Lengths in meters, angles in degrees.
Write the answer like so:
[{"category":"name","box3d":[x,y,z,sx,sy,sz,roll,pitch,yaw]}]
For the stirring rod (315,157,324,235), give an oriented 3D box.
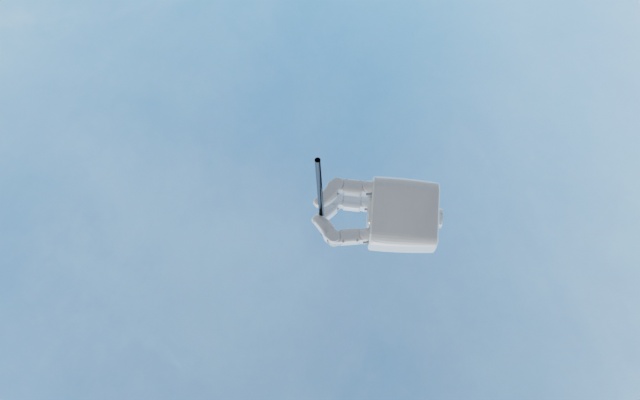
[{"category":"stirring rod","box3d":[0.000,0.002,0.730,0.011,0.011,0.240,0,-27,2]}]
